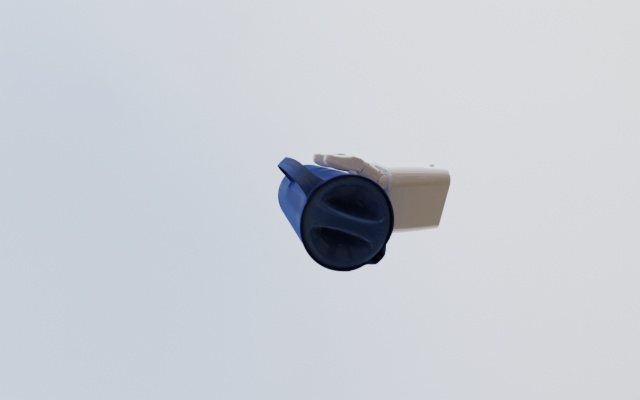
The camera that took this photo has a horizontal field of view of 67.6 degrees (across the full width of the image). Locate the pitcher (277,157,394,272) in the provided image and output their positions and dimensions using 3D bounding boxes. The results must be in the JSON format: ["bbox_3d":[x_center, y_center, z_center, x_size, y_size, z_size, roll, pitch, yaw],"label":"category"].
[{"bbox_3d":[0.000,0.002,0.739,0.145,0.149,0.242,-2,11,-16],"label":"pitcher"}]
